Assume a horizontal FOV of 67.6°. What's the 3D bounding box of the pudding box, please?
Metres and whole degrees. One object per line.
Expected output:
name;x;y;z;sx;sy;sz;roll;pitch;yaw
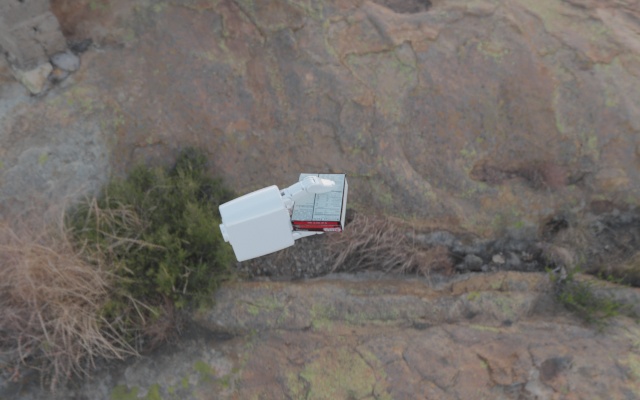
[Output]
pudding box;0.000;0.003;0.857;0.090;0.113;0.039;2;-35;10
